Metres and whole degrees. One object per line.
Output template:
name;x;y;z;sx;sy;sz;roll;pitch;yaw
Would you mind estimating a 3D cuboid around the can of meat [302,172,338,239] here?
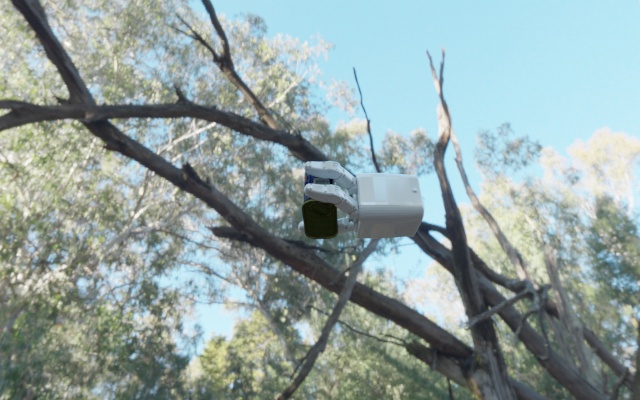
can of meat;0.000;0.002;0.818;0.057;0.083;0.102;-2;-41;3
